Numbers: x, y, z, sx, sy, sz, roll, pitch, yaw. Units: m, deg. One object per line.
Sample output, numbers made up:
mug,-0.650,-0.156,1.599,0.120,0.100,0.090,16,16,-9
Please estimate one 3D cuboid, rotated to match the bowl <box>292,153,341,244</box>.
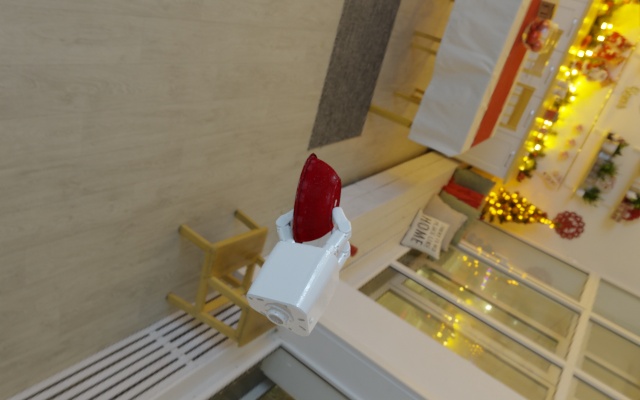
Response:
bowl,0.001,0.002,0.817,0.055,0.162,0.162,9,2,10
